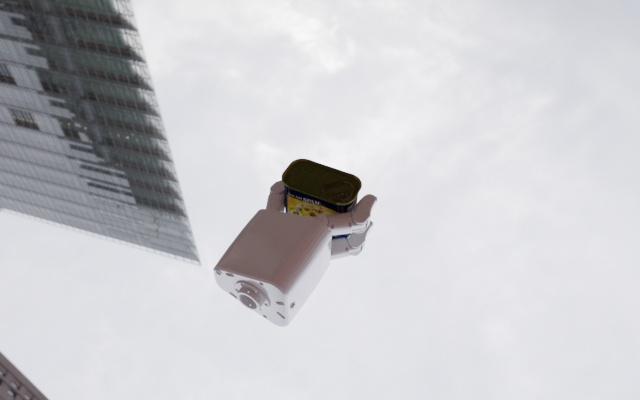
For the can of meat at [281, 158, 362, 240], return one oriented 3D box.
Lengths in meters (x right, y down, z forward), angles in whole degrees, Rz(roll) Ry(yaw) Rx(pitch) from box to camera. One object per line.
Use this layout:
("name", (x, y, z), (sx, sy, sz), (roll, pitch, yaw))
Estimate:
("can of meat", (0.000, 0.002, 0.643), (0.102, 0.084, 0.057), (19, 49, 15))
